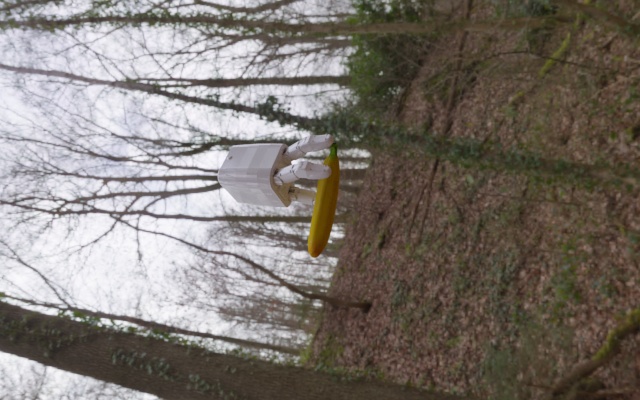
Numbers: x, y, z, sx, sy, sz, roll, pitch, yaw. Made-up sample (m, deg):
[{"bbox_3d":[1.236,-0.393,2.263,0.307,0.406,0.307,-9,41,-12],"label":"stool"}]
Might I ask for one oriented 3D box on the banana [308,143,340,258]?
[{"bbox_3d":[0.005,0.005,0.810,0.037,0.197,0.070,4,-16,16],"label":"banana"}]
